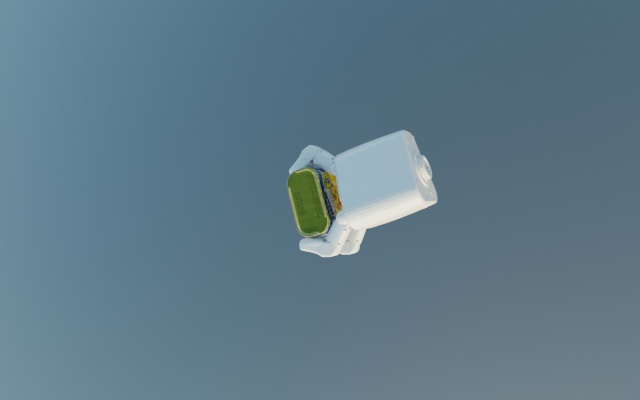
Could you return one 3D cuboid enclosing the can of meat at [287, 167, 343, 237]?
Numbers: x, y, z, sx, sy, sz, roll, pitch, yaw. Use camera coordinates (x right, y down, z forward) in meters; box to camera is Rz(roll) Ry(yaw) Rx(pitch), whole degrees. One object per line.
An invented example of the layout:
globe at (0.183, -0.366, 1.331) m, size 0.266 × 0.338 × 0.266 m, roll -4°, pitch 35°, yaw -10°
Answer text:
can of meat at (0.000, 0.002, 0.698) m, size 0.057 × 0.102 × 0.084 m, roll -19°, pitch -8°, yaw 26°
